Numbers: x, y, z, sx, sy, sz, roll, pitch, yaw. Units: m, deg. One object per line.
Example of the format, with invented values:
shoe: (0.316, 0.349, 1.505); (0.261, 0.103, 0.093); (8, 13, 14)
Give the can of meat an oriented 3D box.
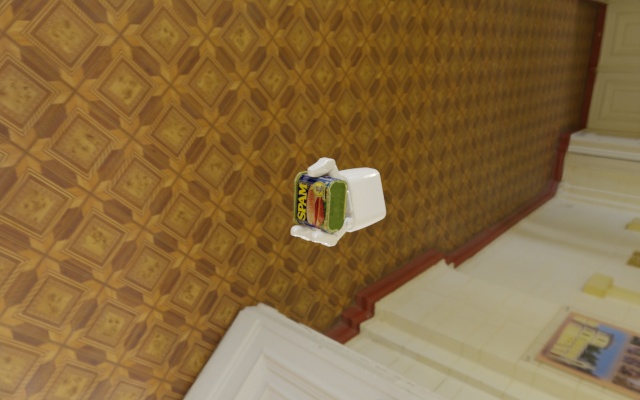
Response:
can of meat: (0.000, 0.003, 0.875); (0.084, 0.102, 0.057); (15, 17, 39)
